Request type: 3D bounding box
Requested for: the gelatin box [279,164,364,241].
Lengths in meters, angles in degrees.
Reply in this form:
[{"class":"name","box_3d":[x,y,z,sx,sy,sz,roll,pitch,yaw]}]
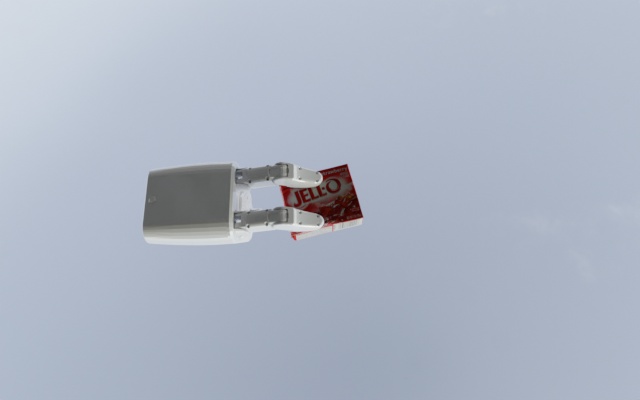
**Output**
[{"class":"gelatin box","box_3d":[0.000,0.002,0.581,0.089,0.073,0.030,-13,-20,-5]}]
